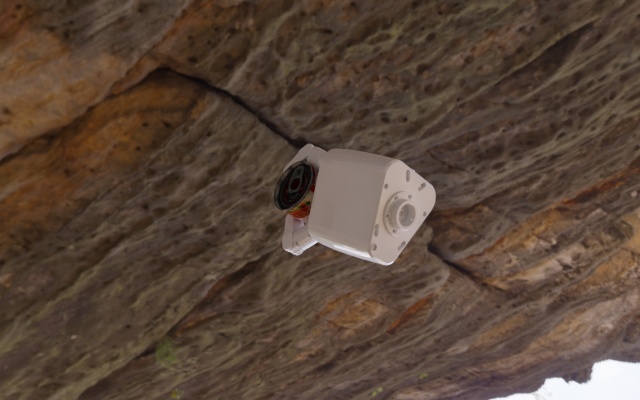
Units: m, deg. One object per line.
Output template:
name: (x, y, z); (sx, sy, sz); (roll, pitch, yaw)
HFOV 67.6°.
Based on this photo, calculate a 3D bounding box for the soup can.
soup can: (0.000, 0.002, 0.615); (0.102, 0.068, 0.068); (31, -20, -37)
